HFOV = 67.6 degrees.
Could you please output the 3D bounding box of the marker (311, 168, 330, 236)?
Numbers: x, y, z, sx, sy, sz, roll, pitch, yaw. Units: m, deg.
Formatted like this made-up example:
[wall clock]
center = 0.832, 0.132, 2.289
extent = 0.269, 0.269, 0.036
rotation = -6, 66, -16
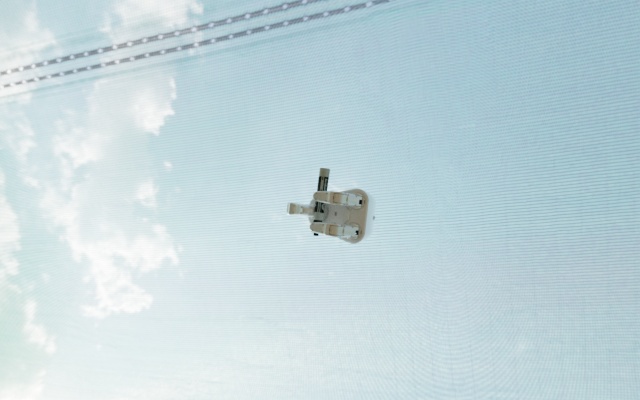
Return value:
[marker]
center = 0.000, 0.003, 0.846
extent = 0.020, 0.121, 0.020
rotation = 7, 0, 0
